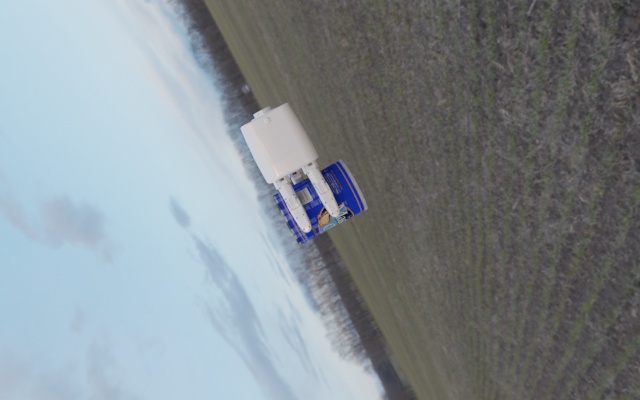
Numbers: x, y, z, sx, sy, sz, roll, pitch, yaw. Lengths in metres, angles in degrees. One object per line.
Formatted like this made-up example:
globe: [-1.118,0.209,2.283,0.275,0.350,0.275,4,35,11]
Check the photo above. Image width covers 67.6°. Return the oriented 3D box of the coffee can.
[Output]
coffee can: [0.000,0.003,0.863,0.140,0.103,0.103,-28,1,-2]
